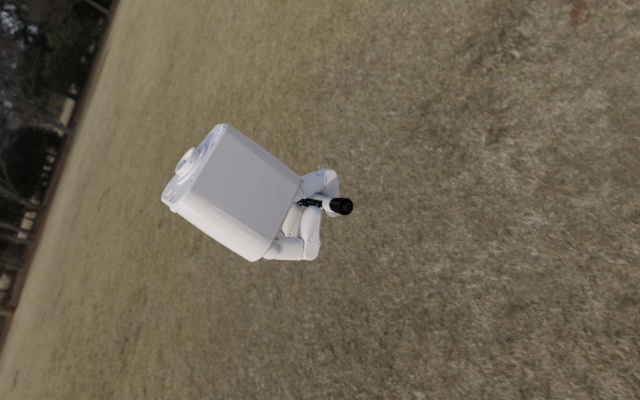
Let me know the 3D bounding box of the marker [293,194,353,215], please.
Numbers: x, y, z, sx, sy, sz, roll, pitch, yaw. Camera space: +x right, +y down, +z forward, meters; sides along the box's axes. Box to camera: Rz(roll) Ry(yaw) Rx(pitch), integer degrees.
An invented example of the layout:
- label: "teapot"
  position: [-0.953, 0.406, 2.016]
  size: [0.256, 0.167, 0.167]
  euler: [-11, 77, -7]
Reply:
- label: "marker"
  position: [0.000, 0.002, 0.548]
  size: [0.020, 0.020, 0.121]
  euler: [0, 5, -29]
